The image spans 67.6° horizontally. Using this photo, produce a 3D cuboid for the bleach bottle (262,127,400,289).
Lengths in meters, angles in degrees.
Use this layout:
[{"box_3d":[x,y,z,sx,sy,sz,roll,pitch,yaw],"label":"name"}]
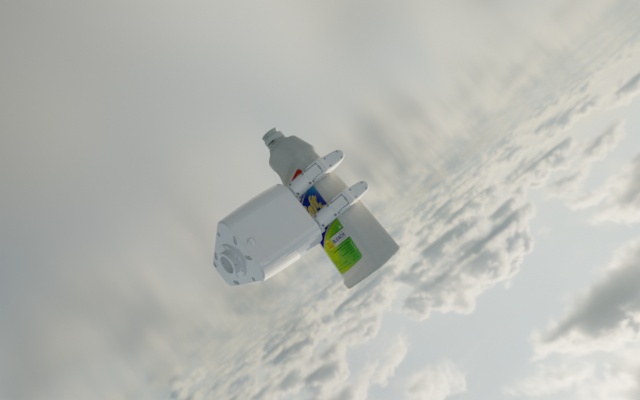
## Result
[{"box_3d":[0.000,0.002,0.693,0.068,0.251,0.103,-34,-9,-40],"label":"bleach bottle"}]
